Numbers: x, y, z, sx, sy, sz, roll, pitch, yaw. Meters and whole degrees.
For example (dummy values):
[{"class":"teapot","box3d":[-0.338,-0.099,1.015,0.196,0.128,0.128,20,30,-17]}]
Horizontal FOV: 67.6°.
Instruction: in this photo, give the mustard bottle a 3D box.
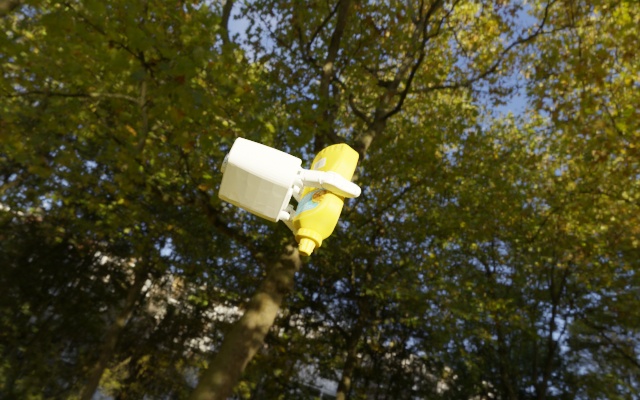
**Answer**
[{"class":"mustard bottle","box3d":[0.000,0.002,0.770,0.058,0.191,0.096,35,-35,-24]}]
